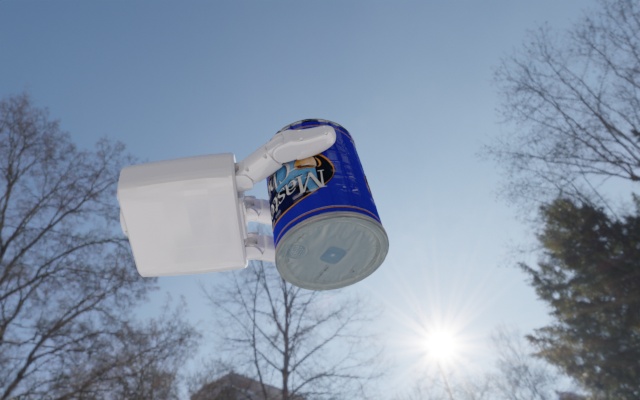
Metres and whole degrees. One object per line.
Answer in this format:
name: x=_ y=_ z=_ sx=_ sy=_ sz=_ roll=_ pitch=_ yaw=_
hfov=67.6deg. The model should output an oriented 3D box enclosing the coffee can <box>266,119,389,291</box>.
coffee can: x=0.000 y=0.002 z=0.470 sx=0.103 sy=0.103 sz=0.140 roll=0 pitch=44 yaw=-13
